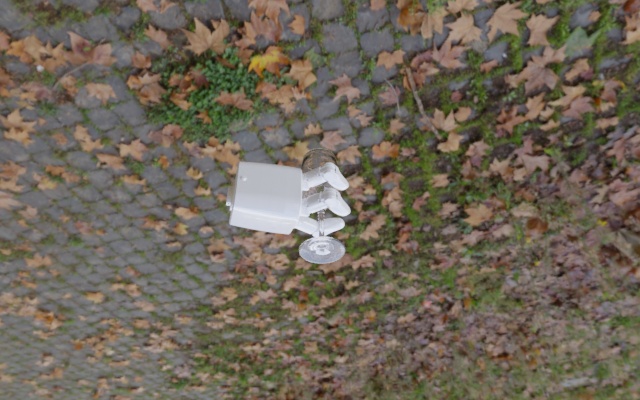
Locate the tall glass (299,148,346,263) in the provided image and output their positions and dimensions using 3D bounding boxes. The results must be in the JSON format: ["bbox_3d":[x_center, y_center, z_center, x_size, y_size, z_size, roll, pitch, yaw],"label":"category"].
[{"bbox_3d":[0.000,0.003,0.816,0.079,0.200,0.079,-1,-39,-1],"label":"tall glass"}]
